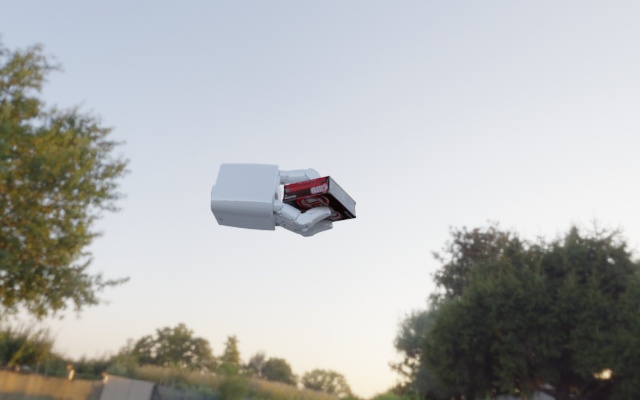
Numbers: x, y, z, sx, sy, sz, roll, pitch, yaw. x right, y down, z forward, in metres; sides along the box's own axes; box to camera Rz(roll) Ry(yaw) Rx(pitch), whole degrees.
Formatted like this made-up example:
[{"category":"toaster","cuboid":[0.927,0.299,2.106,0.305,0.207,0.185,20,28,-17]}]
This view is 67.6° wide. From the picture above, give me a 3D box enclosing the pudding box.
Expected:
[{"category":"pudding box","cuboid":[0.000,0.003,0.828,0.090,0.039,0.113,-10,-27,26]}]
